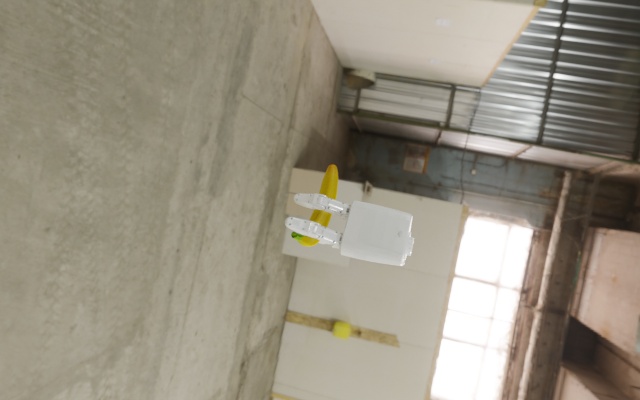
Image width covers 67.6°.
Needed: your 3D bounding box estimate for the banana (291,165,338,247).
[{"bbox_3d":[0.000,0.018,0.878,0.037,0.070,0.197,11,46,16],"label":"banana"}]
